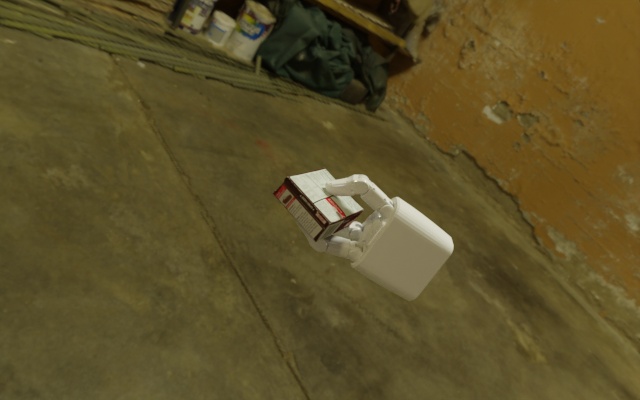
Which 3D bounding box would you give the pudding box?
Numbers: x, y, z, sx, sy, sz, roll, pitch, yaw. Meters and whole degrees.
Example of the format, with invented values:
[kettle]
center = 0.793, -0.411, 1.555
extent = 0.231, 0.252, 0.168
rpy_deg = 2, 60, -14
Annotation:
[pudding box]
center = 0.000, 0.002, 0.666
extent = 0.039, 0.090, 0.113
rpy_deg = -49, -14, 24
